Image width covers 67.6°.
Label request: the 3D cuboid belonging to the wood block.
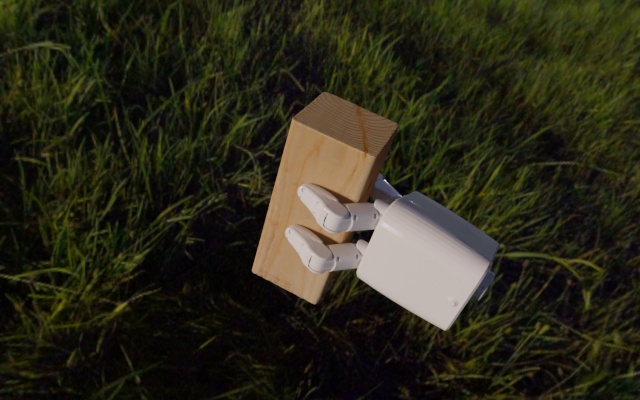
[{"bbox_3d":[0.001,0.002,0.528,0.090,0.206,0.090,26,36,9],"label":"wood block"}]
